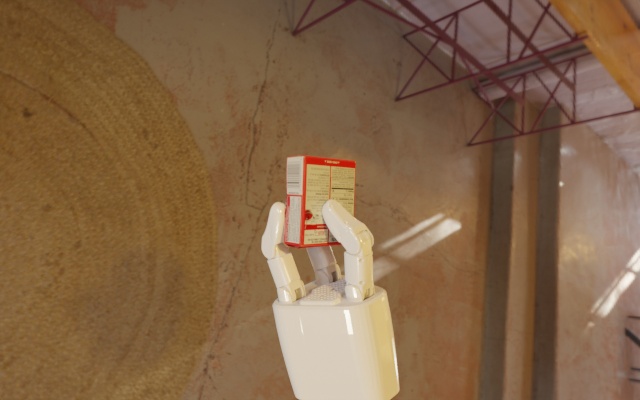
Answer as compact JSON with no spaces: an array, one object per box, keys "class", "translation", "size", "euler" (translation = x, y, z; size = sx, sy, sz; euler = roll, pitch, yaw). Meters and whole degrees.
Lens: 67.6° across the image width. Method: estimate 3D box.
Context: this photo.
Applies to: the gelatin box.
[{"class":"gelatin box","translation":[0.000,0.001,0.479],"size":[0.073,0.089,0.030],"euler":[1,2,-44]}]
